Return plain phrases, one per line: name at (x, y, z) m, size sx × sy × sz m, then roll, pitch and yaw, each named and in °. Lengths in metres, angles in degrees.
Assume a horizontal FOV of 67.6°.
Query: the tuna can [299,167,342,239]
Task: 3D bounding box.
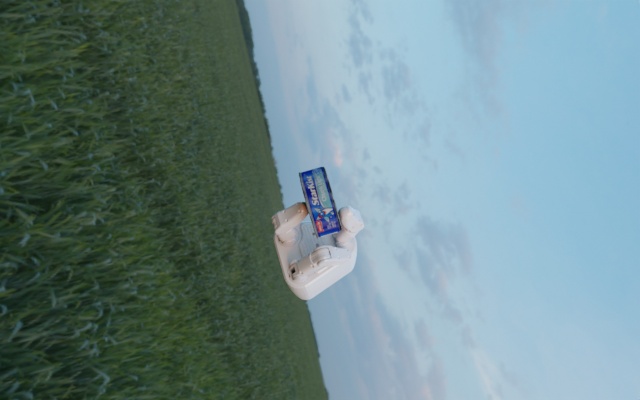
tuna can at (0.001, 0.002, 0.595) m, size 0.034 × 0.086 × 0.086 m, roll -16°, pitch 0°, yaw 0°
